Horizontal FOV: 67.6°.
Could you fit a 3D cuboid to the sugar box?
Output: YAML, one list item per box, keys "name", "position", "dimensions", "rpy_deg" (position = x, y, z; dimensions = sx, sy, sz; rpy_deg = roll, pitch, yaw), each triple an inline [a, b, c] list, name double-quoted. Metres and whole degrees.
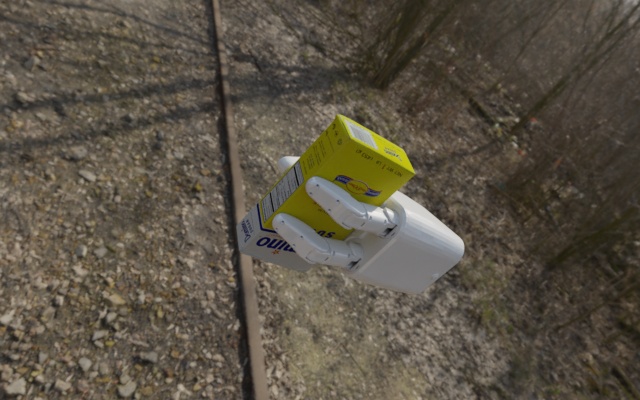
- name: "sugar box"
  position: [0.000, 0.002, 0.489]
  dimensions: [0.093, 0.048, 0.176]
  rpy_deg: [23, -57, -34]
